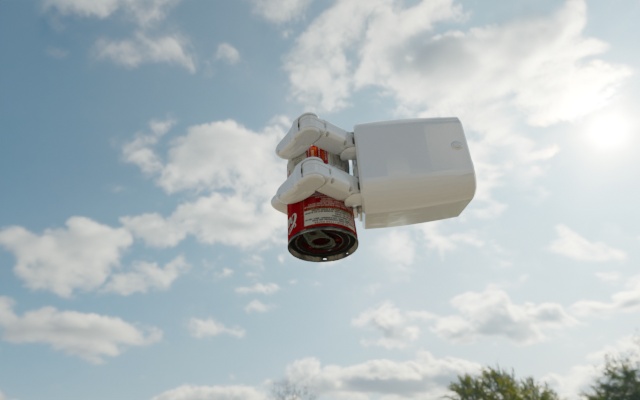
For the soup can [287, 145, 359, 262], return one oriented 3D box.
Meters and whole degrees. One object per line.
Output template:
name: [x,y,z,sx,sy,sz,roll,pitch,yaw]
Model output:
soup can: [0.000,0.001,0.479,0.068,0.102,0.068,-2,-32,-2]
